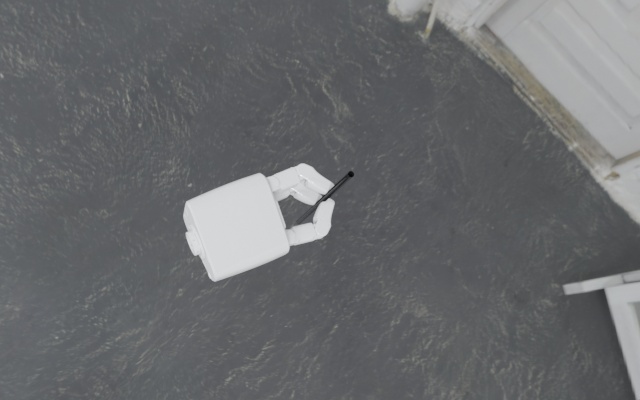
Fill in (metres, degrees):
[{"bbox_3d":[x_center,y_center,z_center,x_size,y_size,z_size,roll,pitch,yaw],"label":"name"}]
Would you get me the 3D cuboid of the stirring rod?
[{"bbox_3d":[0.000,0.002,0.689,0.011,0.011,0.239,0,-17,-19],"label":"stirring rod"}]
